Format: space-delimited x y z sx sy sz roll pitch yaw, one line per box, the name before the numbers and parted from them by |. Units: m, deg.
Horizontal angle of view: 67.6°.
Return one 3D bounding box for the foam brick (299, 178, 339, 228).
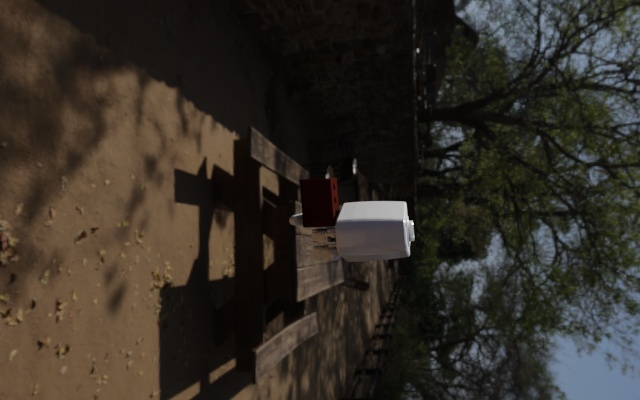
foam brick | 0.000 0.002 0.774 0.051 0.078 0.053 -4 2 15
